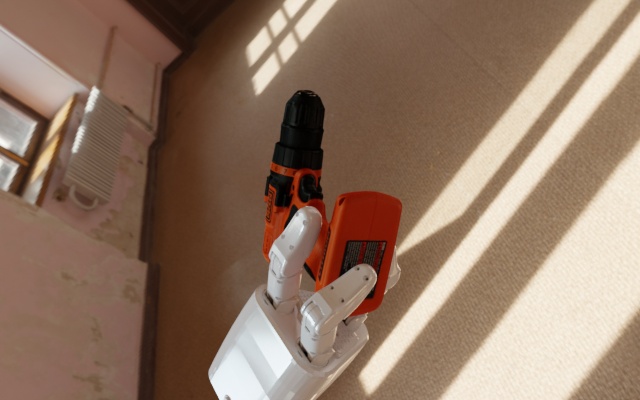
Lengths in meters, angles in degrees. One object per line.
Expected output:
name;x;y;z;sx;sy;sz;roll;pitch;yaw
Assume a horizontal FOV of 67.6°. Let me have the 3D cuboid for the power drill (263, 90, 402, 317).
power drill;0.000;0.002;0.432;0.057;0.184;0.187;1;18;-23
